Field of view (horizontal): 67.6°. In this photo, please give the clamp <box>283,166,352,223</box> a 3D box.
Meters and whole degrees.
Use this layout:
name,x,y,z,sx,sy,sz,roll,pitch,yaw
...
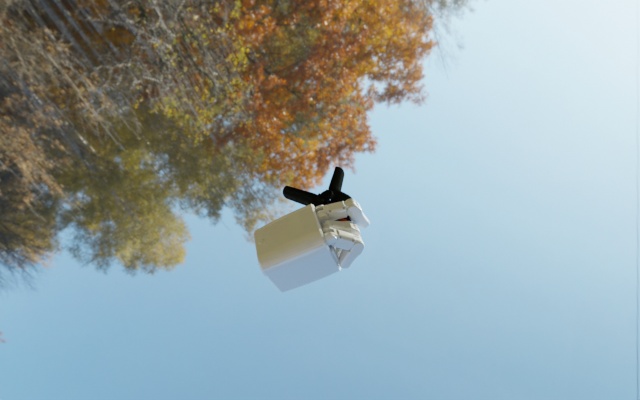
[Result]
name,x,y,z,sx,sy,sz,roll,pitch,yaw
clamp,0.000,0.003,0.833,0.120,0.039,0.171,-21,34,1
